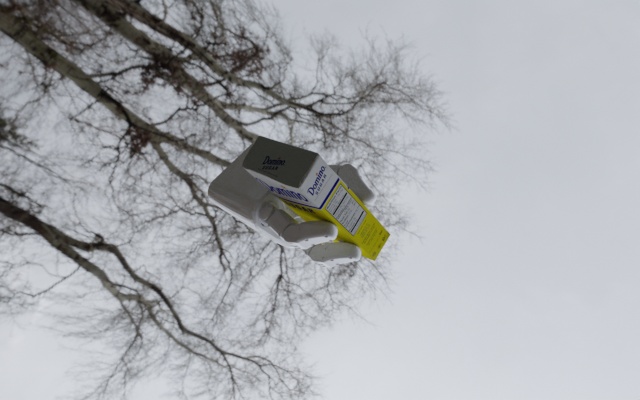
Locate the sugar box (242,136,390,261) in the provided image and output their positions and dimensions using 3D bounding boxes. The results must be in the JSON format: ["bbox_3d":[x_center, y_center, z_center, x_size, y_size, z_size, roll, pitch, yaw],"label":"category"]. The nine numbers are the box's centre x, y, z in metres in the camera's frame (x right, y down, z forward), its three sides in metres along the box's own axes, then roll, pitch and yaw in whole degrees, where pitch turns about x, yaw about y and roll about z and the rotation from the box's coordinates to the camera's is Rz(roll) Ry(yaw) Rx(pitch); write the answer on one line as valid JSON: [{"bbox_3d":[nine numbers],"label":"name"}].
[{"bbox_3d":[0.000,0.002,0.528,0.093,0.048,0.176,21,-13,41],"label":"sugar box"}]
